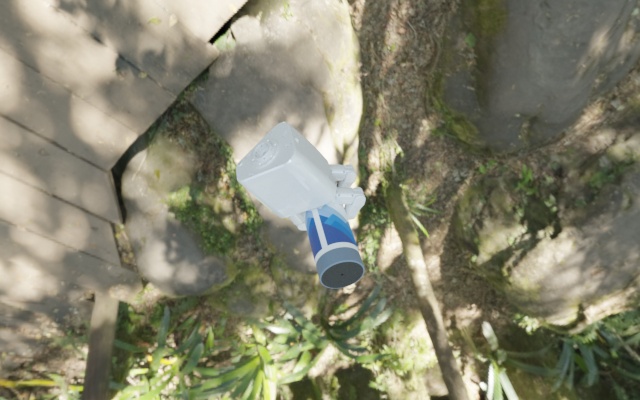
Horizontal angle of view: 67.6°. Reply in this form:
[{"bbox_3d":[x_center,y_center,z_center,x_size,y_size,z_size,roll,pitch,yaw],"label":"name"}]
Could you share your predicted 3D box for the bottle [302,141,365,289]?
[{"bbox_3d":[0.000,0.003,0.777,0.069,0.295,0.069,-9,-43,-8],"label":"bottle"}]
